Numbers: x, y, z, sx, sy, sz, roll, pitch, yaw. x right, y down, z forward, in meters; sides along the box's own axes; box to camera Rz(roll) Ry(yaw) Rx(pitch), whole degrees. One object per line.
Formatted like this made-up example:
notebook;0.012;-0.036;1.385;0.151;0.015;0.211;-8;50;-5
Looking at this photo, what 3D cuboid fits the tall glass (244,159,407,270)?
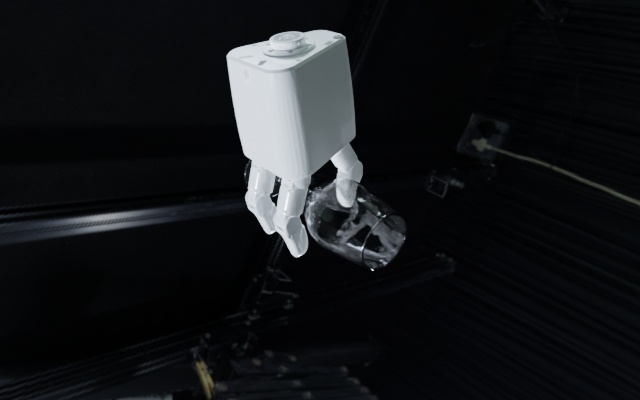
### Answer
tall glass;0.000;0.002;0.526;0.079;0.079;0.201;0;23;-43
